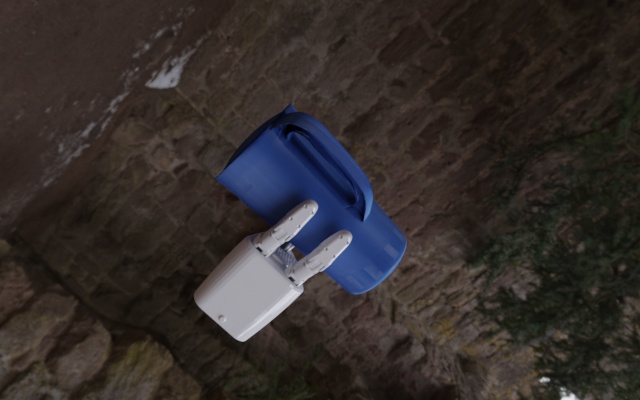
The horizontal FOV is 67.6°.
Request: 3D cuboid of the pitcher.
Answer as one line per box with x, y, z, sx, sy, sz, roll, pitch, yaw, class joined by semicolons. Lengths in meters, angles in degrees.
0.000;0.002;0.608;0.145;0.243;0.149;-44;11;9;pitcher
